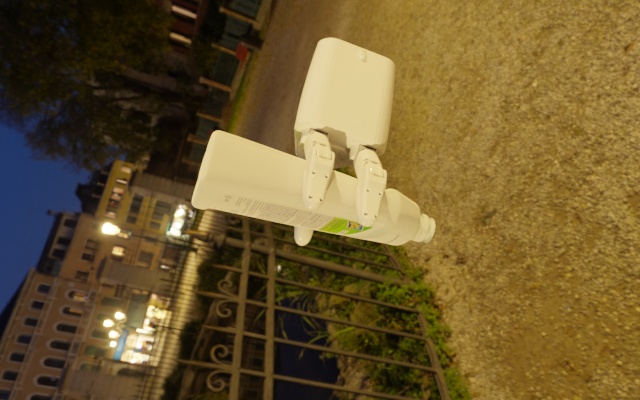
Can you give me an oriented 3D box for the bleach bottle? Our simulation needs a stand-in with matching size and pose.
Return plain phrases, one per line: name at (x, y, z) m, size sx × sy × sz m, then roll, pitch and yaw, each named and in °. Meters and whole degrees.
bleach bottle at (0.000, 0.002, 0.499) m, size 0.251 × 0.068 × 0.102 m, roll 16°, pitch -17°, yaw -16°
